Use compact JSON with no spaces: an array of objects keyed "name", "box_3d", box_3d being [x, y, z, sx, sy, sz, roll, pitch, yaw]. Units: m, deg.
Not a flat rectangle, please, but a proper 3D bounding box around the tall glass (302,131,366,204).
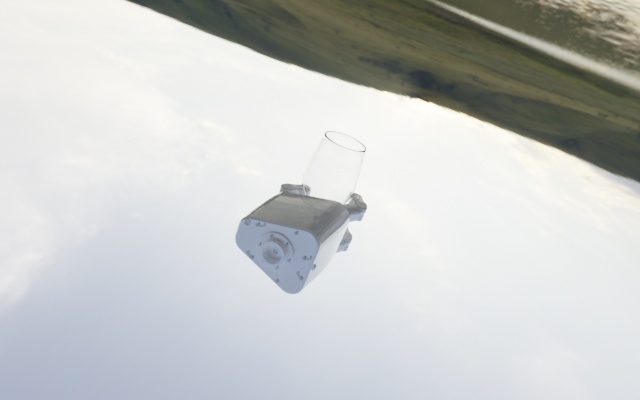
[{"name":"tall glass","box_3d":[0.000,0.003,0.696,0.079,0.201,0.079,19,24,-9]}]
